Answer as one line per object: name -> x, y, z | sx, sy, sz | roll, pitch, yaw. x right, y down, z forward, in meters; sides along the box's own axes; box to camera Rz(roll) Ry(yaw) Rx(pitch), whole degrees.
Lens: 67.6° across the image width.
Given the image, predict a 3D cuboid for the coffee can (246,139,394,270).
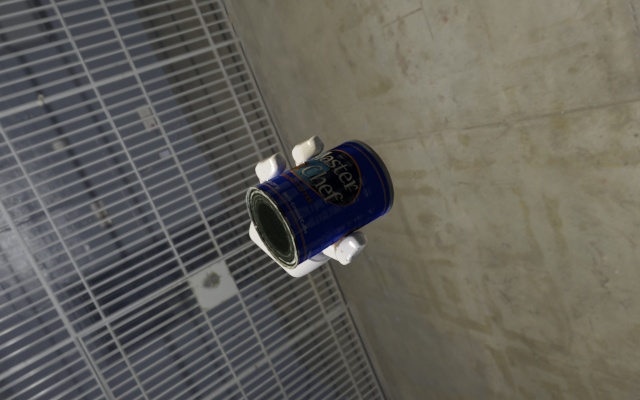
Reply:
coffee can -> 0.000, 0.002, 0.556 | 0.140, 0.103, 0.103 | -28, 13, -26
